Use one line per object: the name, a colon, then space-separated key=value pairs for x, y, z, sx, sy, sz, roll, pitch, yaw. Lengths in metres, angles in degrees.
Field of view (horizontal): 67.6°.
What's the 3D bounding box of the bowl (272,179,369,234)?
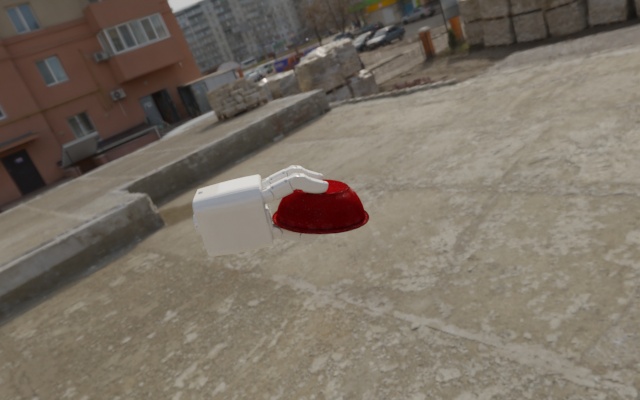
bowl: x=0.001 y=0.002 z=0.784 sx=0.162 sy=0.055 sz=0.162 roll=0 pitch=17 yaw=0
